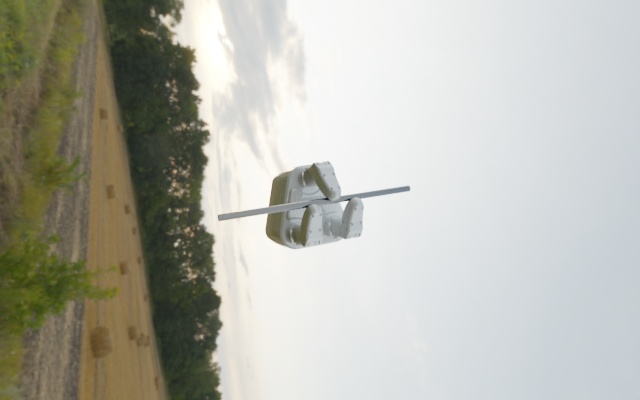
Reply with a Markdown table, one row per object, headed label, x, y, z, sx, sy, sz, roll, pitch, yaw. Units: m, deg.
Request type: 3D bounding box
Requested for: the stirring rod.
| label | x | y | z | sx | sy | sz | roll | pitch | yaw |
| --- | --- | --- | --- | --- | --- | --- | --- | --- | --- |
| stirring rod | 0.000 | 0.002 | 0.562 | 0.239 | 0.011 | 0.011 | -9 | 3 | -20 |
